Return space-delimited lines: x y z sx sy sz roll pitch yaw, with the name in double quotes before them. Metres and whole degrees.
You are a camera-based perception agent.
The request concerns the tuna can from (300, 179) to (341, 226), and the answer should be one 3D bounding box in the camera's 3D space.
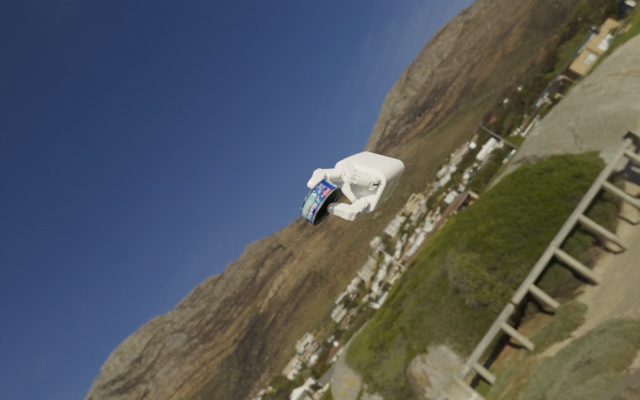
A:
"tuna can" 0.000 0.003 0.894 0.033 0.086 0.086 35 10 15
